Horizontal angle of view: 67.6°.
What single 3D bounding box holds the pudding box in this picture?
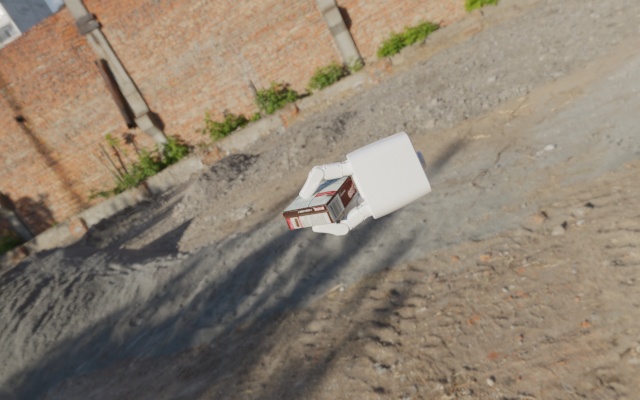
[{"bbox_3d":[0.000,0.003,0.815,0.090,0.039,0.113,-11,21,31],"label":"pudding box"}]
